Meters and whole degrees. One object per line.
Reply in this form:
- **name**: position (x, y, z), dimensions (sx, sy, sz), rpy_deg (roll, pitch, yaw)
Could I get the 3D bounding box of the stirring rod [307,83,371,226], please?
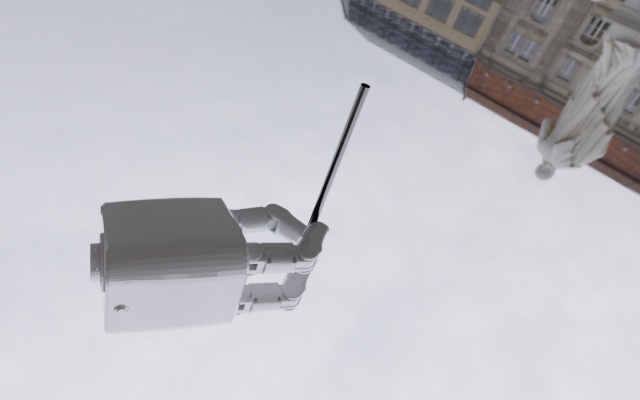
- **stirring rod**: position (0.000, 0.001, 0.439), dimensions (0.011, 0.240, 0.011), rpy_deg (13, 38, -10)
